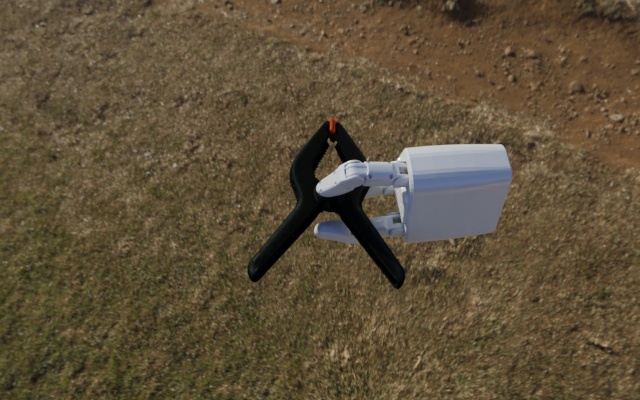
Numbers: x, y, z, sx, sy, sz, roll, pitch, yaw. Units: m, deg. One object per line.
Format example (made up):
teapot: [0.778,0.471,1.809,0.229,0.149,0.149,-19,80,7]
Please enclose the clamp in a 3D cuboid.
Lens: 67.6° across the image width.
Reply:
clamp: [0.000,0.001,0.538,0.164,0.210,0.036,-3,-26,-2]
